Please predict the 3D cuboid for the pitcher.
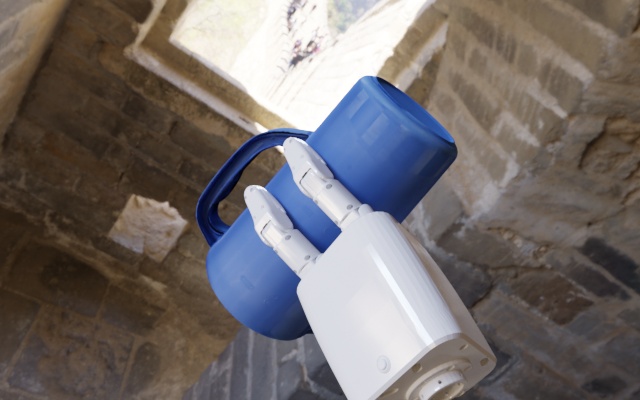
[{"bbox_3d":[0.000,0.002,0.450,0.149,0.243,0.145,21,29,-39],"label":"pitcher"}]
